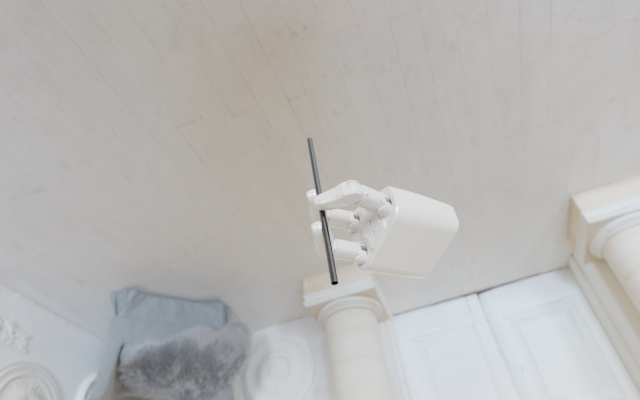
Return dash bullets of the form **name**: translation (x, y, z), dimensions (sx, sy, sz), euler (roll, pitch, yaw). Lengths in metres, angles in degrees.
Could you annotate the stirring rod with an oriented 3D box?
- **stirring rod**: translation (0.000, 0.002, 0.602), dimensions (0.011, 0.239, 0.011), euler (-6, -42, -5)
